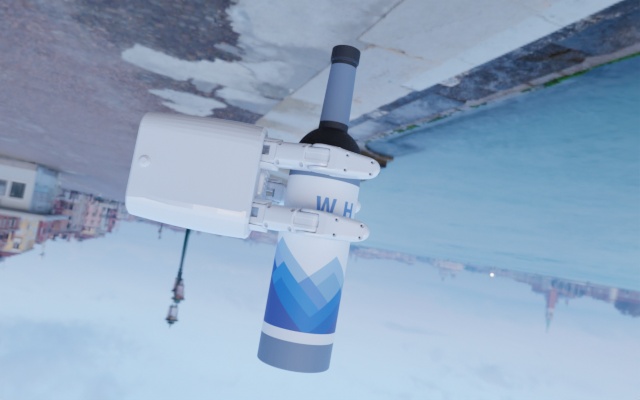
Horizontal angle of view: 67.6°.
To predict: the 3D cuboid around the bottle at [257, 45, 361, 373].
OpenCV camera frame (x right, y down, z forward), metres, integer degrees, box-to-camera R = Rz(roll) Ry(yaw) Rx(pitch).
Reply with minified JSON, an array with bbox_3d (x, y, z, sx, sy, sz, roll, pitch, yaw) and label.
[{"bbox_3d":[0.000,0.002,0.444,0.069,0.295,0.069,10,-4,1],"label":"bottle"}]
